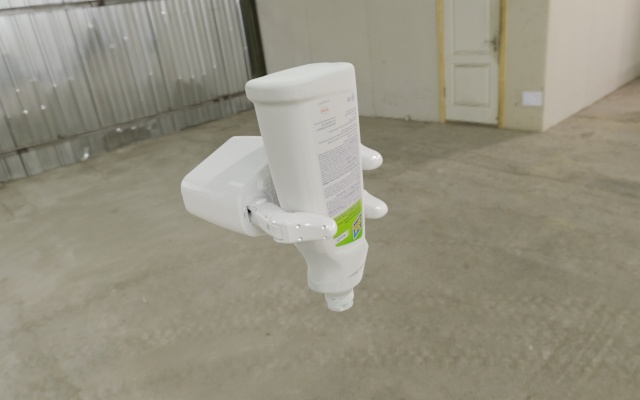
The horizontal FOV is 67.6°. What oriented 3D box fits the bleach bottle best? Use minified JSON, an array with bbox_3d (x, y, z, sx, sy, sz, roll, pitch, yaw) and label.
[{"bbox_3d":[0.000,0.001,0.466,0.068,0.251,0.102,13,31,40],"label":"bleach bottle"}]
